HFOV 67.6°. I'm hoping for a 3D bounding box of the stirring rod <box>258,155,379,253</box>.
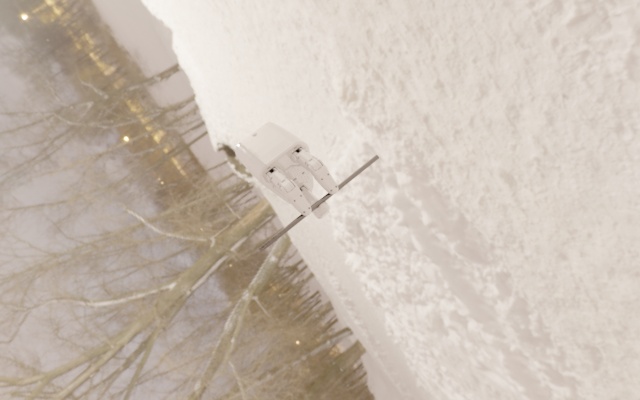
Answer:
[{"bbox_3d":[0.000,0.002,0.747,0.239,0.011,0.011,-39,9,-11],"label":"stirring rod"}]
